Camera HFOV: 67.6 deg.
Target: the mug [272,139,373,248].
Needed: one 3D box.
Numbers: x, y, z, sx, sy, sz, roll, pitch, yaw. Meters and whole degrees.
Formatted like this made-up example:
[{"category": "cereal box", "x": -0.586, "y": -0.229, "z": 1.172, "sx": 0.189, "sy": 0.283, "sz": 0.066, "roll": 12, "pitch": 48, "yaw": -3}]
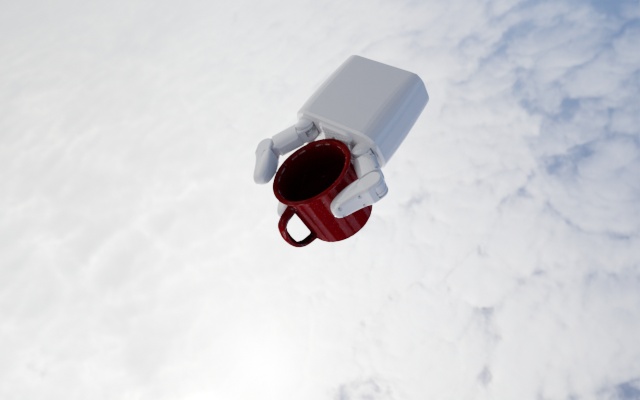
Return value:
[{"category": "mug", "x": -0.001, "y": 0.003, "z": 0.524, "sx": 0.093, "sy": 0.117, "sz": 0.081, "roll": 19, "pitch": -26, "yaw": 44}]
